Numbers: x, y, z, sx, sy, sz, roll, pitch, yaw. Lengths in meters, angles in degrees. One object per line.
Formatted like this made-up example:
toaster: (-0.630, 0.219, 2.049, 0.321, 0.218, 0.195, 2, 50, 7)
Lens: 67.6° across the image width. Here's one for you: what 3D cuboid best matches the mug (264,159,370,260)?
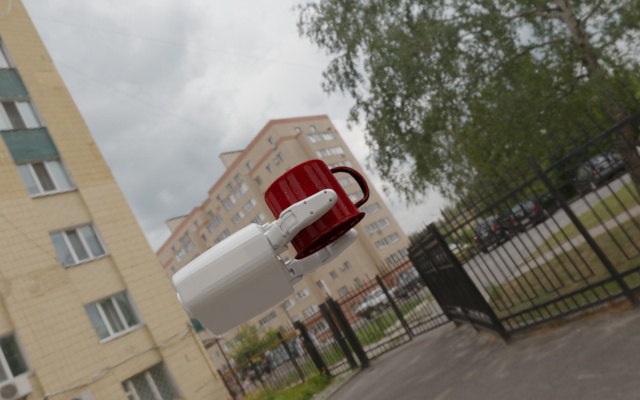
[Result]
mug: (0.001, 0.001, 0.539, 0.117, 0.081, 0.093, -31, -12, -12)
